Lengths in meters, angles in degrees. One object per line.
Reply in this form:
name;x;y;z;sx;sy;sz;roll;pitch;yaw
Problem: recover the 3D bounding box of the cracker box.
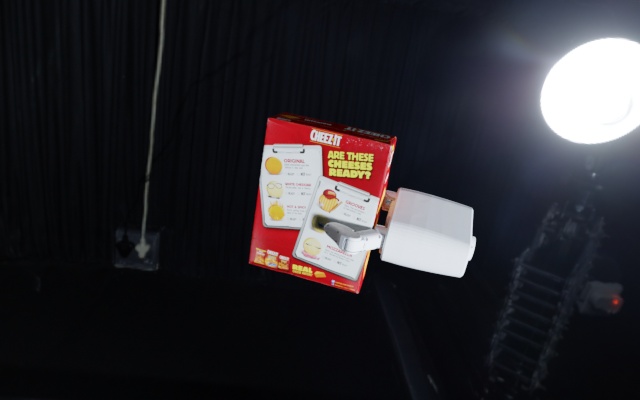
cracker box;0.000;0.002;0.655;0.164;0.214;0.072;14;21;9
